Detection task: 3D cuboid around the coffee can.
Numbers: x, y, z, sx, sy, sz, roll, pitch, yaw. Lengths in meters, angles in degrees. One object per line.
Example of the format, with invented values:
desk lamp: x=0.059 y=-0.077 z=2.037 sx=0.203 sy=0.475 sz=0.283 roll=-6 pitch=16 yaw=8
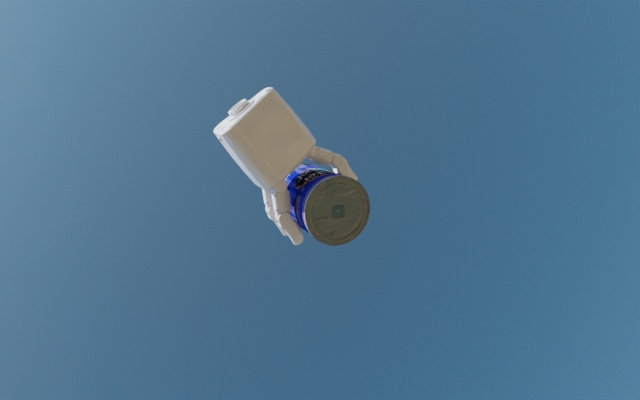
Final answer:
coffee can: x=0.000 y=0.003 z=0.743 sx=0.103 sy=0.103 sz=0.140 roll=0 pitch=11 yaw=-22
